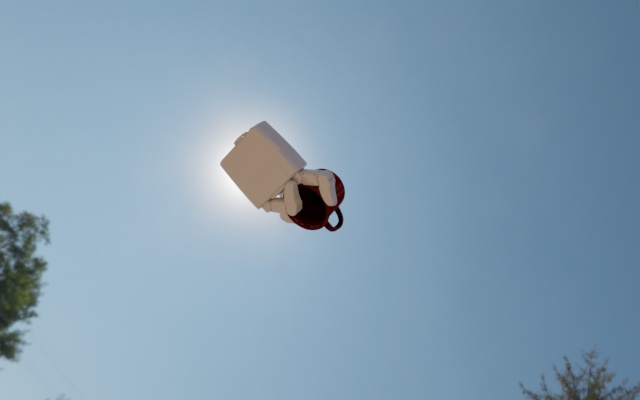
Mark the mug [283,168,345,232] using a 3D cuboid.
[{"bbox_3d":[0.001,0.004,0.856,0.093,0.117,0.081,-37,5,40],"label":"mug"}]
